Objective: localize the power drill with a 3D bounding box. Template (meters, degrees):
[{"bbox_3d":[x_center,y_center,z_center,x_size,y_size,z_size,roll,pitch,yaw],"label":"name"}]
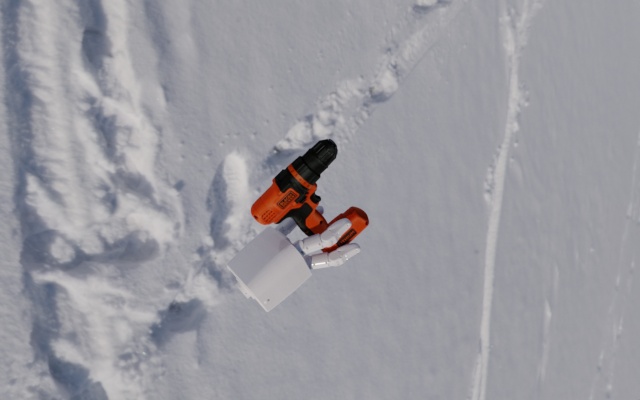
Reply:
[{"bbox_3d":[0.000,0.003,0.829,0.188,0.184,0.057,39,15,-34],"label":"power drill"}]
